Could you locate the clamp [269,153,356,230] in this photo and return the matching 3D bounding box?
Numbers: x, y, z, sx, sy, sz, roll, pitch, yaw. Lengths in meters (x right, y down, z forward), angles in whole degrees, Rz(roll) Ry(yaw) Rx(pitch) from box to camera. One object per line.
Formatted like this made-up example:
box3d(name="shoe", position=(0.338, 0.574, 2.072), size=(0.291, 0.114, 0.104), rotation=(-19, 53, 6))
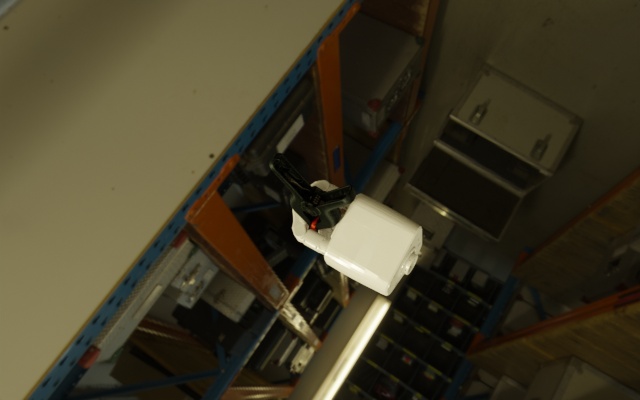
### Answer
box3d(name="clamp", position=(0.000, 0.003, 0.663), size=(0.120, 0.039, 0.171), rotation=(28, -17, 23))
